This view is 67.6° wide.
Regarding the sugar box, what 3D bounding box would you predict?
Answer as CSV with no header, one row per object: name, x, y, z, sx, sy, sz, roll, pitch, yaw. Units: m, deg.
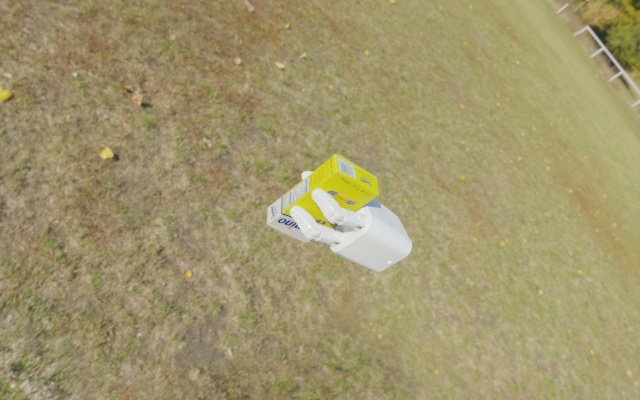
sugar box,0.000,0.003,0.783,0.093,0.048,0.176,28,-50,-31
